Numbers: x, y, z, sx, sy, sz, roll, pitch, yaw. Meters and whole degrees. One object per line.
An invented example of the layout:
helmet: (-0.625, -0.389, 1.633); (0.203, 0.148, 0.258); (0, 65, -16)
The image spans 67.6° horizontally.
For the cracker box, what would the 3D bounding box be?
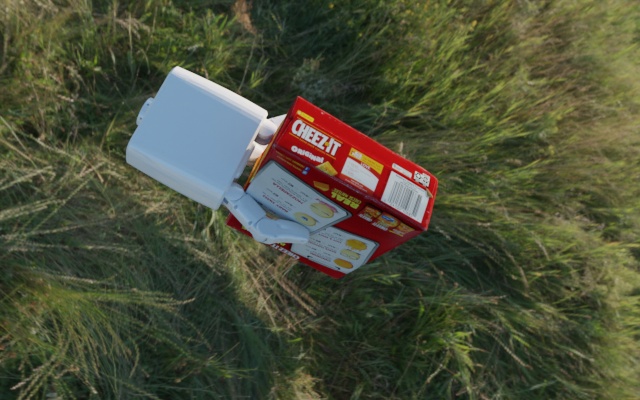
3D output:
cracker box: (0.000, 0.002, 0.529); (0.164, 0.072, 0.214); (28, -29, -10)
